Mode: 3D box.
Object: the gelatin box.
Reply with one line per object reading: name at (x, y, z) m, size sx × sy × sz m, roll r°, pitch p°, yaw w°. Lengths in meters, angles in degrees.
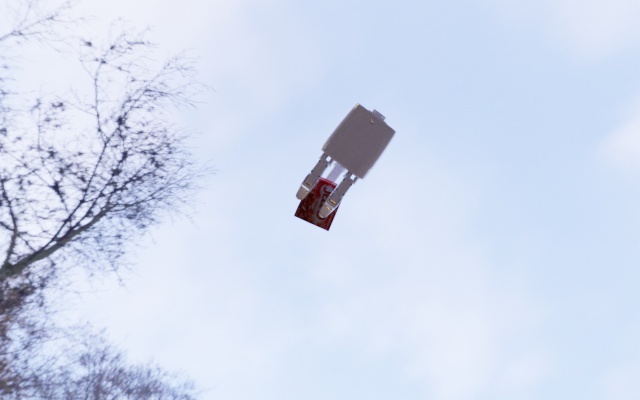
gelatin box at (0.000, 0.003, 0.900) m, size 0.073 × 0.089 × 0.030 m, roll 24°, pitch 14°, yaw 2°
